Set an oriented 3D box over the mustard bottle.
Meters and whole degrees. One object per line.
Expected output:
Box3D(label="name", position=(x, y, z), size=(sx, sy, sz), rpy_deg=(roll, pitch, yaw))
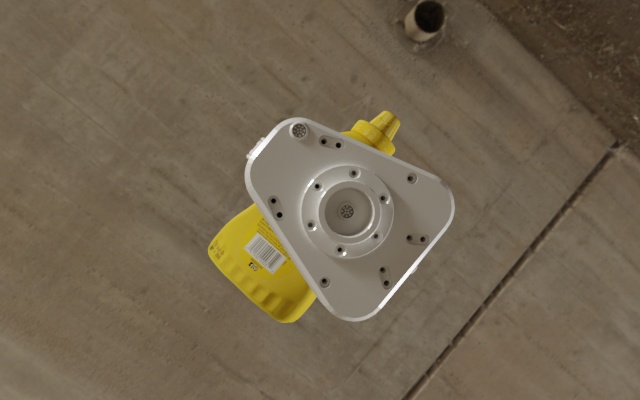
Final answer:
Box3D(label="mustard bottle", position=(0.000, 0.002, 0.405), size=(0.096, 0.191, 0.058), rpy_deg=(39, -2, 19))
